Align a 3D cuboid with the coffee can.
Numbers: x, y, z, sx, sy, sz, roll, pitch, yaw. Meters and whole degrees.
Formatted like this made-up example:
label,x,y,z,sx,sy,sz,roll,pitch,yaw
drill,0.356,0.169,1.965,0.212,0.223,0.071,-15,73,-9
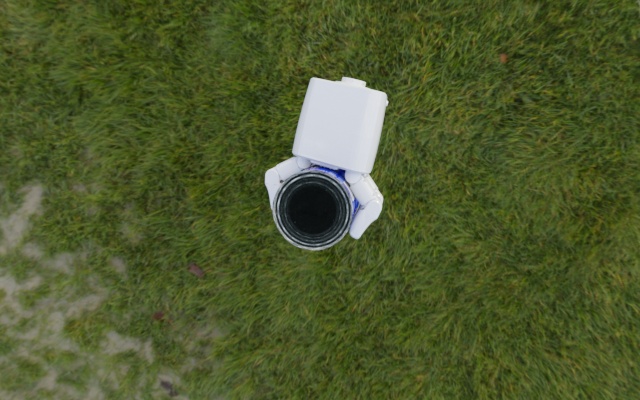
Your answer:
label,x,y,z,sx,sy,sz,roll,pitch,yaw
coffee can,0.000,0.002,0.663,0.103,0.103,0.140,0,9,9
